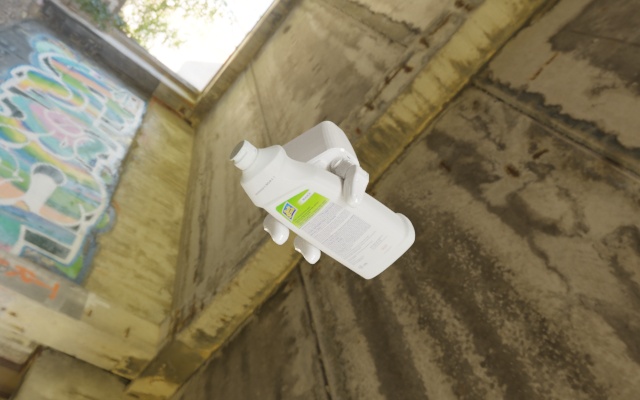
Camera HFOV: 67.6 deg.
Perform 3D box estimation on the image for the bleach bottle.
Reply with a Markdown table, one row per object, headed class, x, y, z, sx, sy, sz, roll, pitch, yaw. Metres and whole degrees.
| class | x | y | z | sx | sy | sz | roll | pitch | yaw |
| --- | --- | --- | --- | --- | --- | --- | --- | --- | --- |
| bleach bottle | 0.000 | 0.002 | 0.604 | 0.251 | 0.102 | 0.068 | 36 | 20 | -26 |
